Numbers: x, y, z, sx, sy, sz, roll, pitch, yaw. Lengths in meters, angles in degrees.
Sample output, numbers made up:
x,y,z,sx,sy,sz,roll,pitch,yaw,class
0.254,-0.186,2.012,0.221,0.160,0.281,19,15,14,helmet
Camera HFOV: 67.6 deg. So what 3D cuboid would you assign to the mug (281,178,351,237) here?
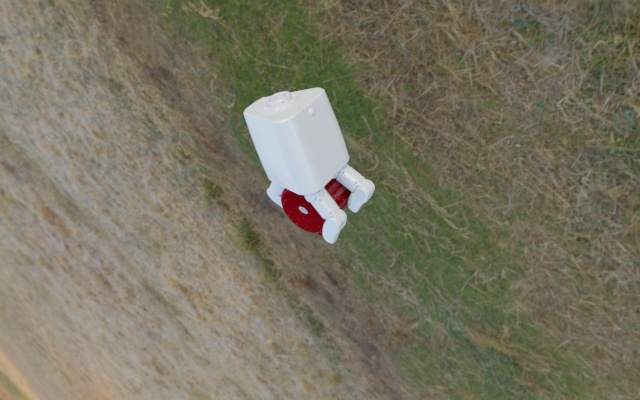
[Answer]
x,y,z,sx,sy,sz,roll,pitch,yaw,class
0.000,0.004,0.697,0.093,0.117,0.081,9,42,38,mug
